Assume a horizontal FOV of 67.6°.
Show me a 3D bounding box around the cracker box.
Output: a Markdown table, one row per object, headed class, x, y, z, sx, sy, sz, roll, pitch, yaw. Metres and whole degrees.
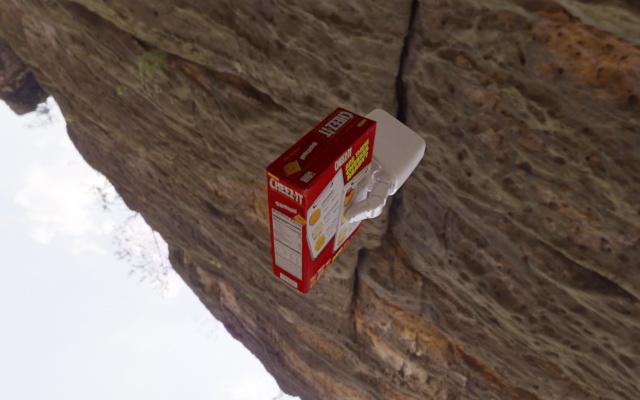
| class | x | y | z | sx | sy | sz | roll | pitch | yaw |
| --- | --- | --- | --- | --- | --- | --- | --- | --- | --- |
| cracker box | 0.000 | 0.002 | 0.671 | 0.072 | 0.214 | 0.164 | 27 | 50 | 23 |
